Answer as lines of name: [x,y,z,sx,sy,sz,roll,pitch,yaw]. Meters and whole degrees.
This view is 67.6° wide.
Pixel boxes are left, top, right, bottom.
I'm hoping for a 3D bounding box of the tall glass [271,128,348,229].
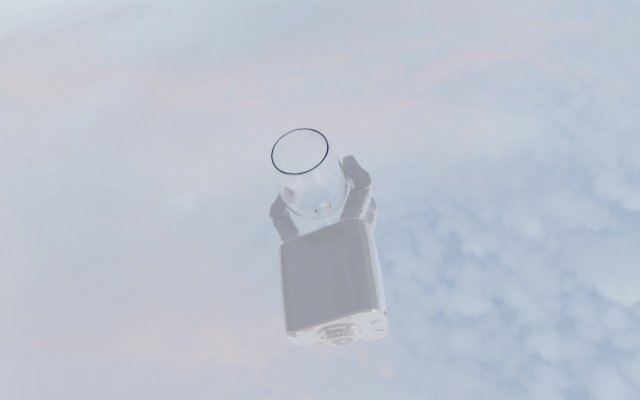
tall glass: [0.000,0.002,0.574,0.079,0.079,0.201,0,-33,15]
